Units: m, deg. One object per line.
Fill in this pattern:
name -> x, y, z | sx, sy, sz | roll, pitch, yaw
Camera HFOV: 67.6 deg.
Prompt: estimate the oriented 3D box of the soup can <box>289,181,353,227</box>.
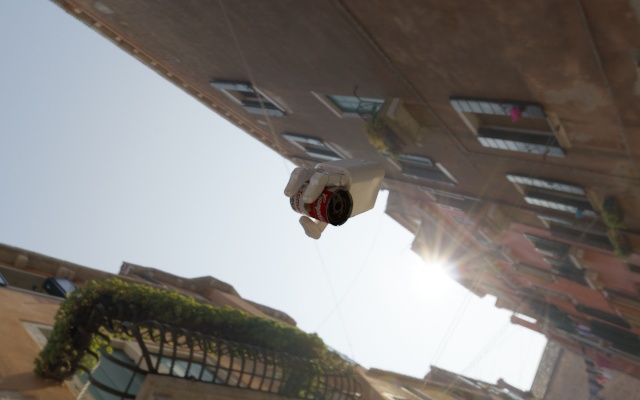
soup can -> 0.000, 0.003, 0.874 | 0.068, 0.068, 0.102 | 0, 12, -45
